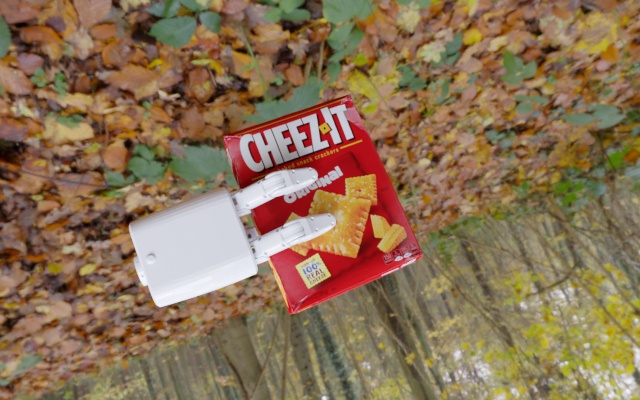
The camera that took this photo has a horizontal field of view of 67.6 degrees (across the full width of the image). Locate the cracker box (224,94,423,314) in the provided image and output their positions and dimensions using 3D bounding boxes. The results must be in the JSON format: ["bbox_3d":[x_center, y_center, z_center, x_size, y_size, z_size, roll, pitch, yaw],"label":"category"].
[{"bbox_3d":[0.000,0.002,0.560,0.164,0.213,0.072,-21,-10,-13],"label":"cracker box"}]
